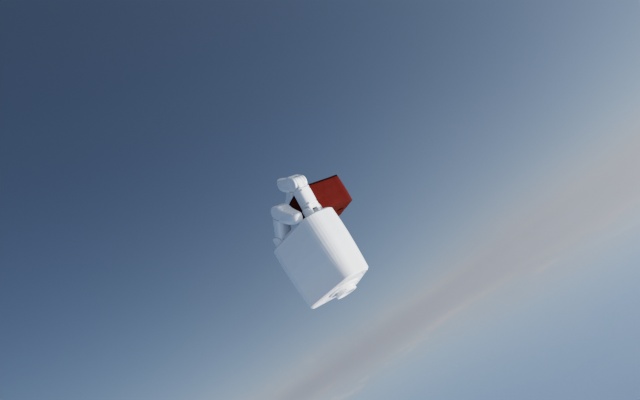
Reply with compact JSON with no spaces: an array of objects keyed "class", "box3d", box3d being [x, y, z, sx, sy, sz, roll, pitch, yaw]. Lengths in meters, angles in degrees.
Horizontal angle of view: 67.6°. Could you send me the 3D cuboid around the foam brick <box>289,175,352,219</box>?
[{"class":"foam brick","box3d":[0.000,0.002,0.753,0.078,0.051,0.053,-21,-22,-35]}]
